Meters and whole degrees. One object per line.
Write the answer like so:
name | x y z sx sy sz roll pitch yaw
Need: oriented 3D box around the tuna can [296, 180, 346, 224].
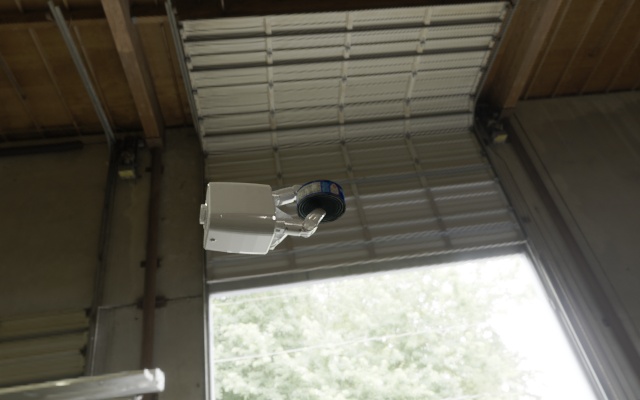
tuna can | 0.000 0.002 0.827 0.086 0.033 0.086 -3 -37 -2
